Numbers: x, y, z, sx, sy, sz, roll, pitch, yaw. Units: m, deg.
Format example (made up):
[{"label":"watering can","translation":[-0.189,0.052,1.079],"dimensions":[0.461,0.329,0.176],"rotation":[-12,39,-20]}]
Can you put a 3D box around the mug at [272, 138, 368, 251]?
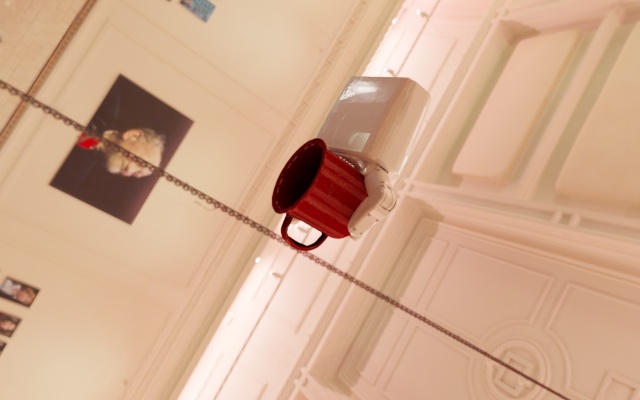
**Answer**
[{"label":"mug","translation":[0.000,0.003,0.528],"dimensions":[0.081,0.117,0.093],"rotation":[32,-10,-27]}]
